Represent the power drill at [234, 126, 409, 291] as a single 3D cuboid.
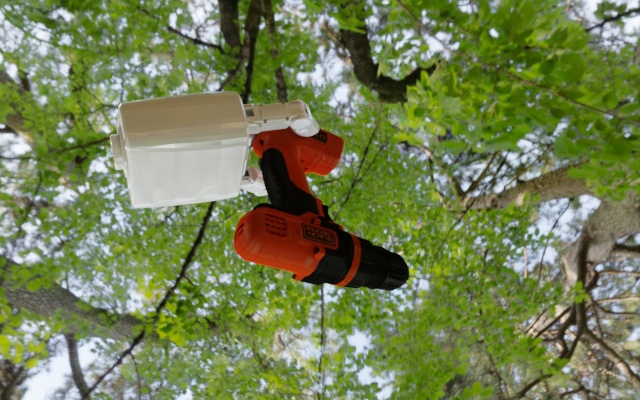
[{"bbox_3d":[0.000,0.001,0.492,0.184,0.187,0.057,19,-51,-29],"label":"power drill"}]
